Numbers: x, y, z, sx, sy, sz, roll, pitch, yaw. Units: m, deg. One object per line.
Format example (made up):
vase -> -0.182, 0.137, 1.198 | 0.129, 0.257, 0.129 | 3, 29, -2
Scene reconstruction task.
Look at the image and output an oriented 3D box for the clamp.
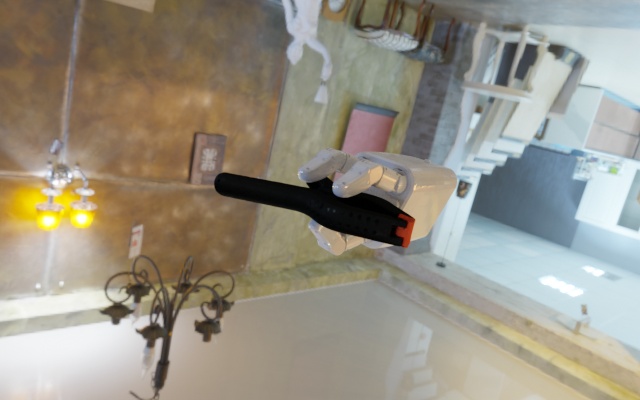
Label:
clamp -> 0.000, 0.003, 0.510 | 0.164, 0.036, 0.210 | -6, 23, -44
